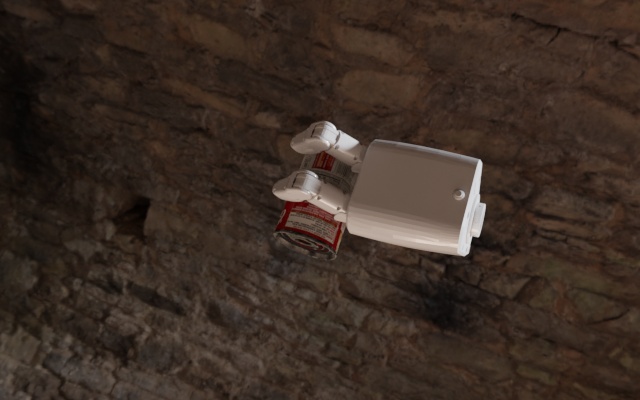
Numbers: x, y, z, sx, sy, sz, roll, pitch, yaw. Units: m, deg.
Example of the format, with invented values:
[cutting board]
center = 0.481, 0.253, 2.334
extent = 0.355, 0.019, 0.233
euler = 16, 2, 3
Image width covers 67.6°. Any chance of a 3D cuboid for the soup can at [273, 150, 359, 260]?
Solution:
[soup can]
center = 0.000, 0.001, 0.496
extent = 0.068, 0.102, 0.068
euler = 18, -19, 6
